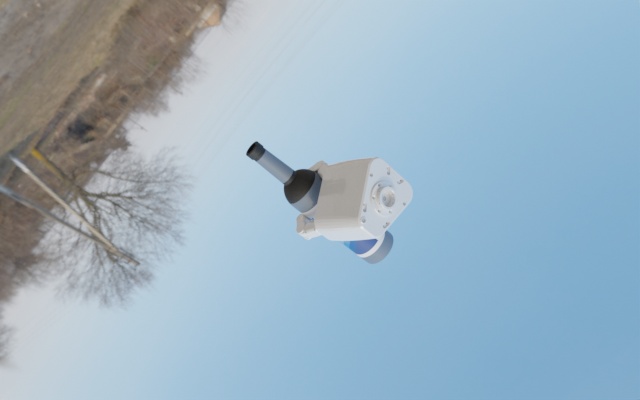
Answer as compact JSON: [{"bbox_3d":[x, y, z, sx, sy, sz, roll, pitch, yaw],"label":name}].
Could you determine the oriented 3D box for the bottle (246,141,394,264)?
[{"bbox_3d":[0.000,0.003,0.785,0.296,0.069,0.069,38,-19,-26],"label":"bottle"}]
